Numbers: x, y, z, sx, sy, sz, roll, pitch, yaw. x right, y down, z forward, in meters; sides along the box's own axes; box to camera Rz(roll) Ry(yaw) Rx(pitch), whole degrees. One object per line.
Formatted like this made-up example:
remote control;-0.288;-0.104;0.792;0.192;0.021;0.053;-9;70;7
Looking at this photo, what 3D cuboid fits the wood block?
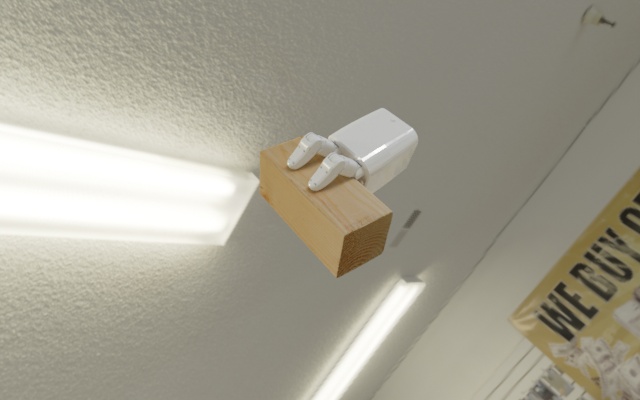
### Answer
wood block;0.000;0.002;0.712;0.090;0.091;0.206;-24;50;-29
